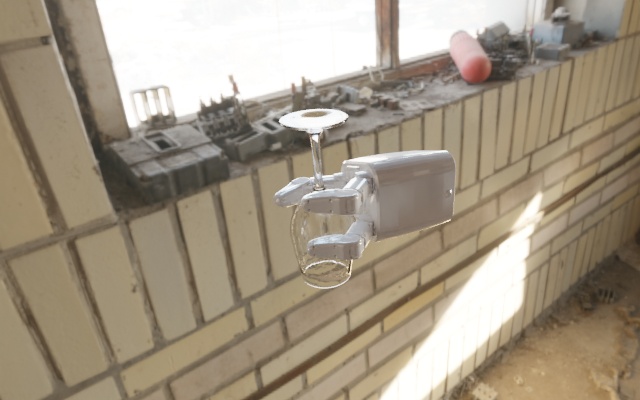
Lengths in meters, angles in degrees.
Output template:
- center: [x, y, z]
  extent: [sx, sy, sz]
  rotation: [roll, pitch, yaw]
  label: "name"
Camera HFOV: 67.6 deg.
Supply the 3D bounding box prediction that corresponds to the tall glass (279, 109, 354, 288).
- center: [0.000, 0.001, 0.554]
  extent: [0.079, 0.201, 0.079]
  rotation: [-3, 25, 2]
  label: "tall glass"
